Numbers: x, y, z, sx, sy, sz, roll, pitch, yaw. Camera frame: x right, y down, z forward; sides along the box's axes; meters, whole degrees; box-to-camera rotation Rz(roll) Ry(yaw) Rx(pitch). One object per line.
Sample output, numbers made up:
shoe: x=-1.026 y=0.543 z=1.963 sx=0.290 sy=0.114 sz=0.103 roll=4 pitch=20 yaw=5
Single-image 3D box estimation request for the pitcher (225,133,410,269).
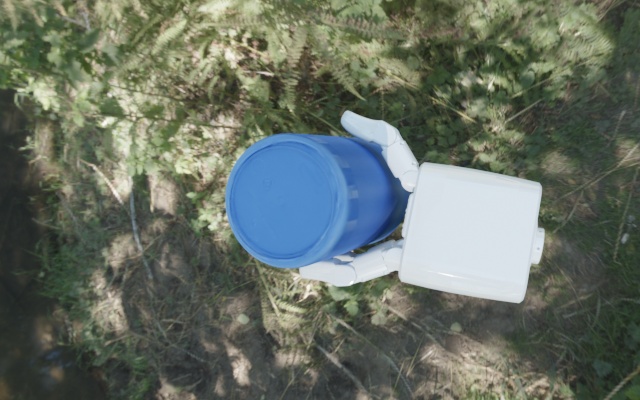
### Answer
pitcher: x=0.000 y=0.002 z=0.486 sx=0.145 sy=0.149 sz=0.243 roll=12 pitch=7 yaw=18
